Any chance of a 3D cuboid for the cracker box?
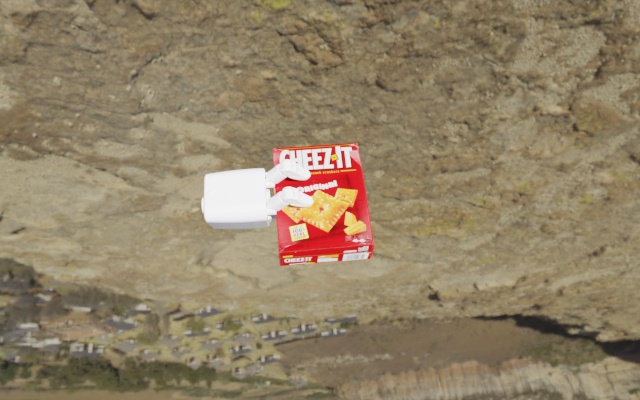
[{"bbox_3d":[0.000,0.003,0.861,0.164,0.213,0.072,-4,-28,-4],"label":"cracker box"}]
